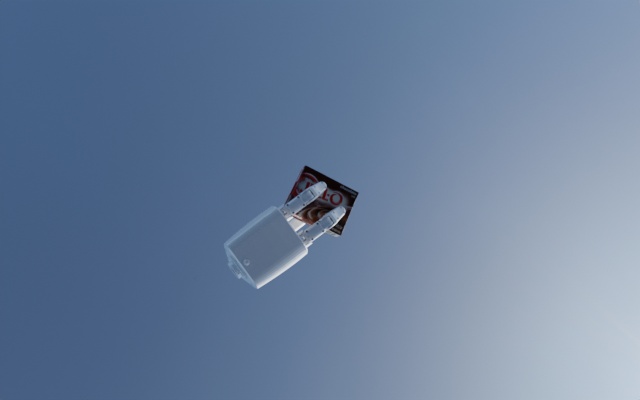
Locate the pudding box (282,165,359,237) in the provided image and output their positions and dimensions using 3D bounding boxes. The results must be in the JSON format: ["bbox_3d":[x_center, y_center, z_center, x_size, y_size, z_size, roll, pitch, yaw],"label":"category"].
[{"bbox_3d":[0.000,0.003,0.857,0.113,0.090,0.039,27,-17,-11],"label":"pudding box"}]
